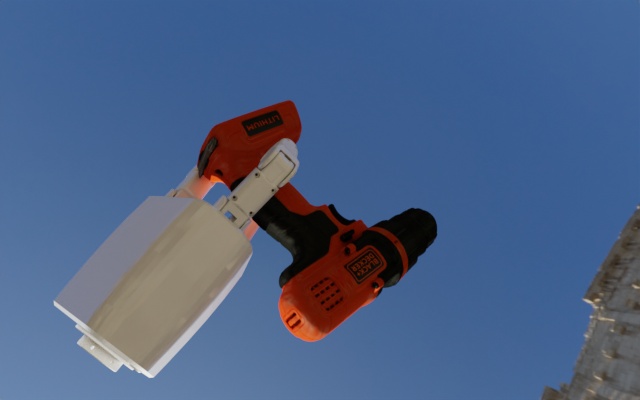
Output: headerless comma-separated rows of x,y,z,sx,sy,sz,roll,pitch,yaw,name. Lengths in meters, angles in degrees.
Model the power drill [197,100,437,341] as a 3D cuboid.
0.000,0.001,0.412,0.184,0.187,0.057,-29,-17,-42,power drill
